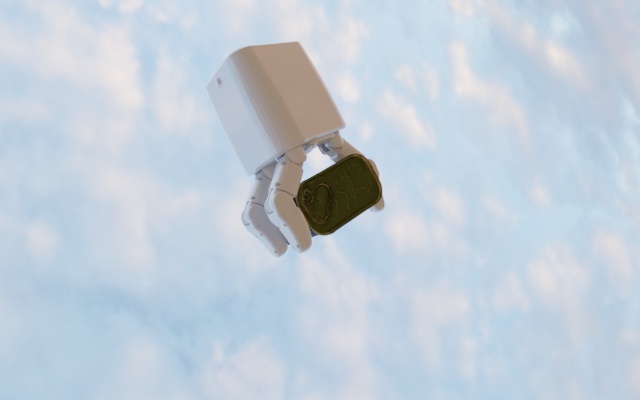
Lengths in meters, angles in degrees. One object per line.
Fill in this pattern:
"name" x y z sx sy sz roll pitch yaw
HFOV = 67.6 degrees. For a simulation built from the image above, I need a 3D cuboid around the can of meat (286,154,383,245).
"can of meat" 0.000 0.002 0.503 0.102 0.057 0.084 -32 4 -34
